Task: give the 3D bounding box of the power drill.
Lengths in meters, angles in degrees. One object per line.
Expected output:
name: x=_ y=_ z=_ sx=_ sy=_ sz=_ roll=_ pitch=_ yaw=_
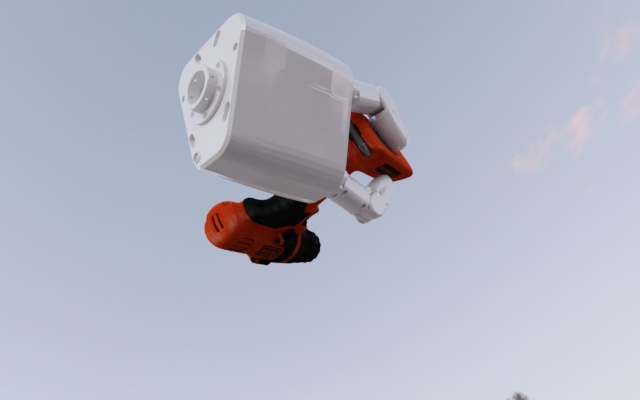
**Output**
power drill: x=0.000 y=0.001 z=0.493 sx=0.188 sy=0.057 sz=0.184 roll=-38 pitch=-25 yaw=15
